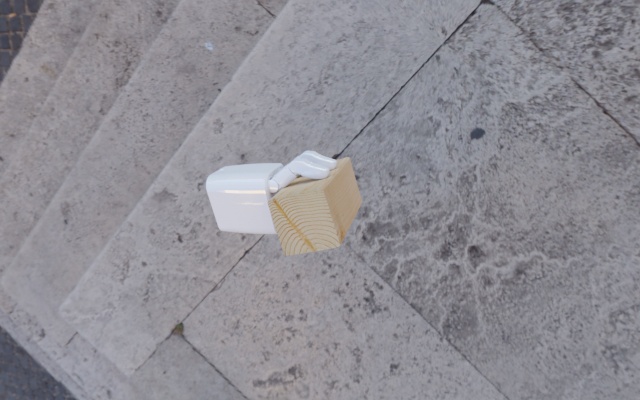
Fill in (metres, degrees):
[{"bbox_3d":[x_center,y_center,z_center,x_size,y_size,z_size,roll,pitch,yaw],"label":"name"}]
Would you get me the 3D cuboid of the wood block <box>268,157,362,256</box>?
[{"bbox_3d":[0.000,0.003,0.774,0.090,0.091,0.206,-12,14,18],"label":"wood block"}]
